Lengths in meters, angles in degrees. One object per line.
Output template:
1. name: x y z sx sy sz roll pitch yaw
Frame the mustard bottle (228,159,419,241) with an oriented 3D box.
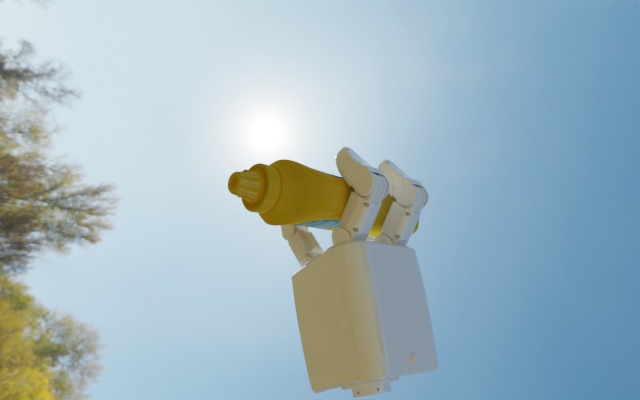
1. mustard bottle: 0.000 0.001 0.441 0.191 0.058 0.096 12 -6 -42
